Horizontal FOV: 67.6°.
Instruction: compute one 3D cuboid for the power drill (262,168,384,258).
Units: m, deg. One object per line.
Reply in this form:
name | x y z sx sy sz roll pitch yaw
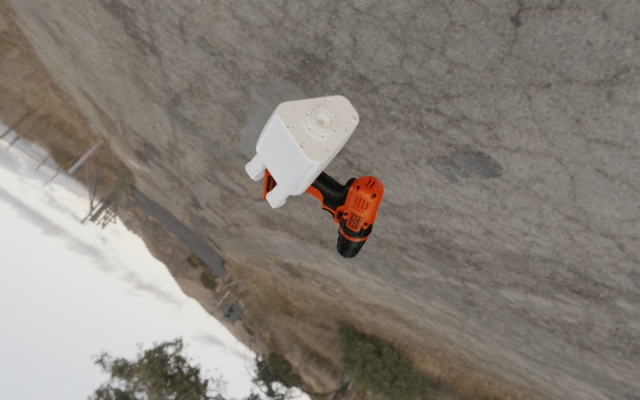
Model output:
power drill | 0.000 0.002 0.766 0.187 0.185 0.057 26 49 10
